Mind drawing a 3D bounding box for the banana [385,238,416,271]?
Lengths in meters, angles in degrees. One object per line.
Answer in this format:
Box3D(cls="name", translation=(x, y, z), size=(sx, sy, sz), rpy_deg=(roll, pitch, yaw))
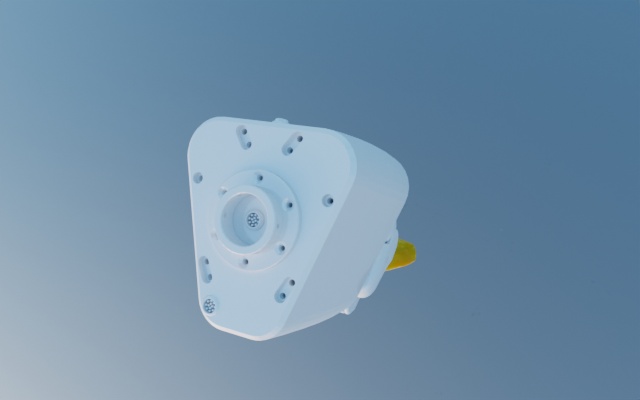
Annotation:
Box3D(cls="banana", translation=(-0.012, 0.015, 0.424), size=(0.197, 0.069, 0.037), rpy_deg=(36, 10, 19))
